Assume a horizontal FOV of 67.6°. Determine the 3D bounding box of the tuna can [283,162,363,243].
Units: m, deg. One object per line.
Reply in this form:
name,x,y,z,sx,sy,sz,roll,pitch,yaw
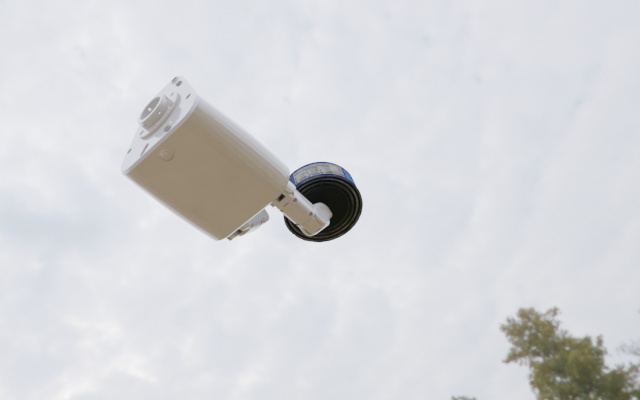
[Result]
tuna can,0.000,0.001,0.514,0.086,0.086,0.033,0,34,-13
